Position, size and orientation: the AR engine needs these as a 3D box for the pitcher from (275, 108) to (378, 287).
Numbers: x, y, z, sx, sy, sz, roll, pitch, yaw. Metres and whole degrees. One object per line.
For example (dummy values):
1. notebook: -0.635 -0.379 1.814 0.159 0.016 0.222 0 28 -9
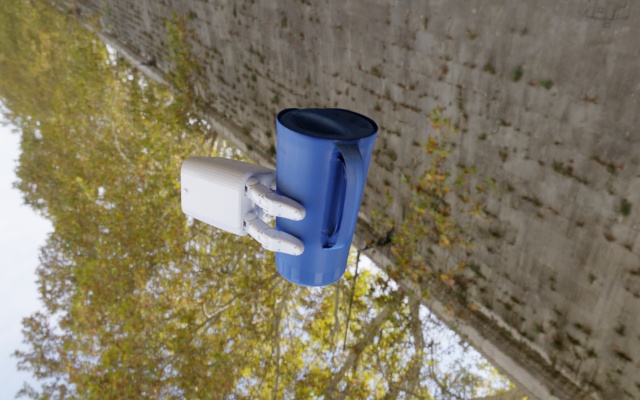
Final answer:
1. pitcher: 0.000 0.002 0.663 0.145 0.243 0.149 16 29 18
